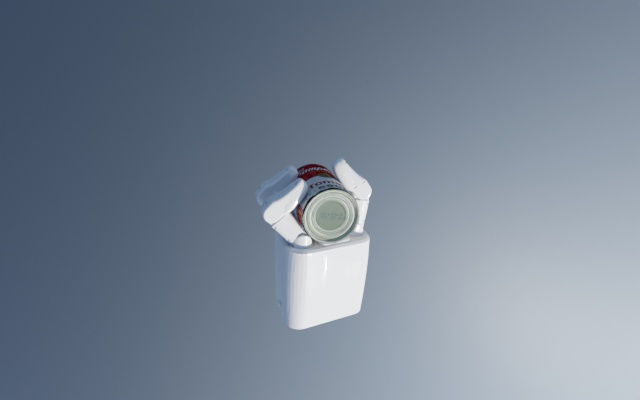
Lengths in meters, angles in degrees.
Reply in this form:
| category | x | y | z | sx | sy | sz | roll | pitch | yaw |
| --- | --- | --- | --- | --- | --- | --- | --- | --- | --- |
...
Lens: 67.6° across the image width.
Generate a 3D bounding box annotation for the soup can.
| category | x | y | z | sx | sy | sz | roll | pitch | yaw |
| --- | --- | --- | --- | --- | --- | --- | --- | --- | --- |
| soup can | 0.000 | 0.001 | 0.570 | 0.068 | 0.068 | 0.102 | 0 | 19 | -15 |
